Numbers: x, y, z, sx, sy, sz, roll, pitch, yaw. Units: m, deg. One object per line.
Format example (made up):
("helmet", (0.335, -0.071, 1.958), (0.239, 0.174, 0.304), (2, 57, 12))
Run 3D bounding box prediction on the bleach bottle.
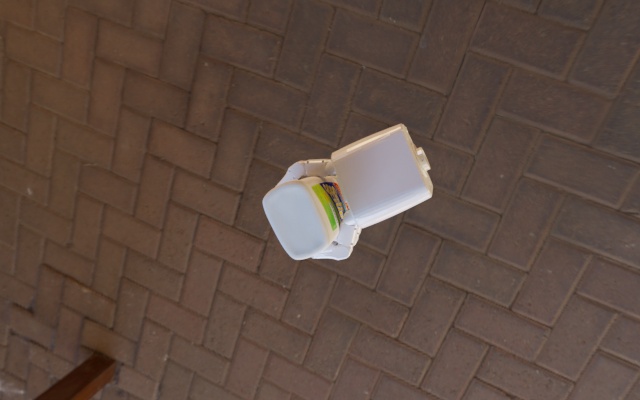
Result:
("bleach bottle", (0.000, 0.002, 0.706), (0.068, 0.102, 0.250), (-24, 5, 18))
